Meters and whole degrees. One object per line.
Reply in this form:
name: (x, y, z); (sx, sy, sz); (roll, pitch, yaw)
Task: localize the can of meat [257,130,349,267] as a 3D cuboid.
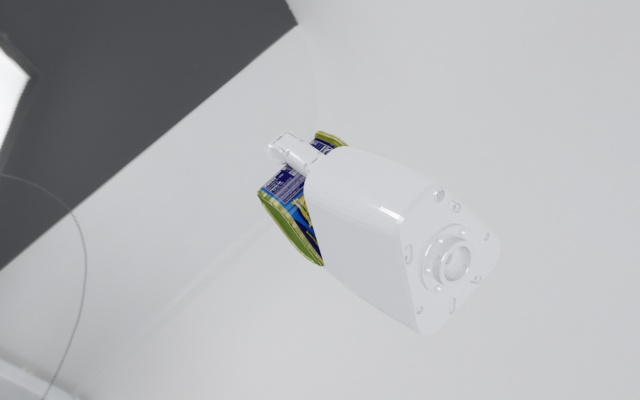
can of meat: (0.000, 0.002, 0.447); (0.057, 0.084, 0.102); (30, -21, 49)
